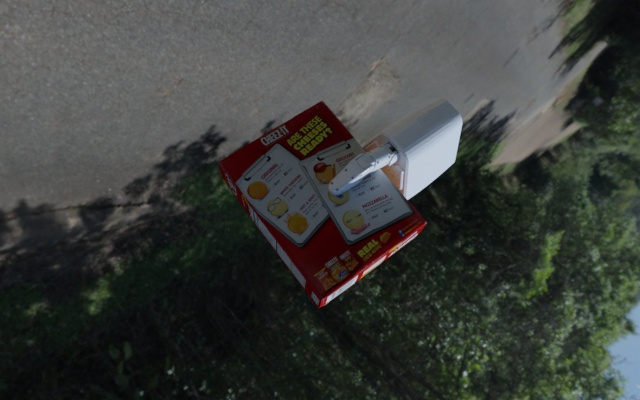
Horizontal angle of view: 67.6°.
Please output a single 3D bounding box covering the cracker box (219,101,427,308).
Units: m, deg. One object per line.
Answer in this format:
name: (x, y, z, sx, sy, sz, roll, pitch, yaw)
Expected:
cracker box: (0.000, 0.002, 0.609, 0.164, 0.213, 0.072, -34, -16, -18)
